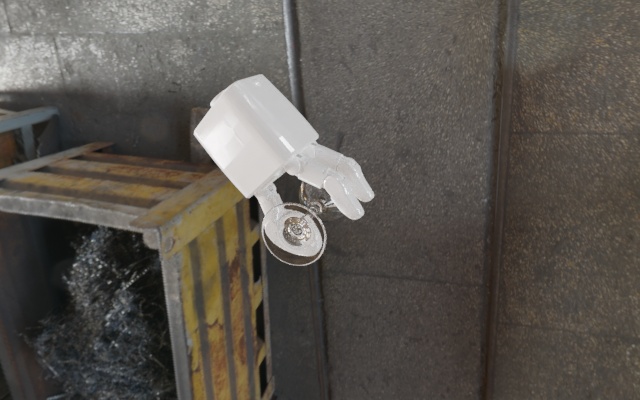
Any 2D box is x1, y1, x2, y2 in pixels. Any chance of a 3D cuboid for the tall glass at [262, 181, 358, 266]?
[{"bbox_3d":[0.000,0.002,0.600,0.079,0.079,0.201,0,20,19],"label":"tall glass"}]
